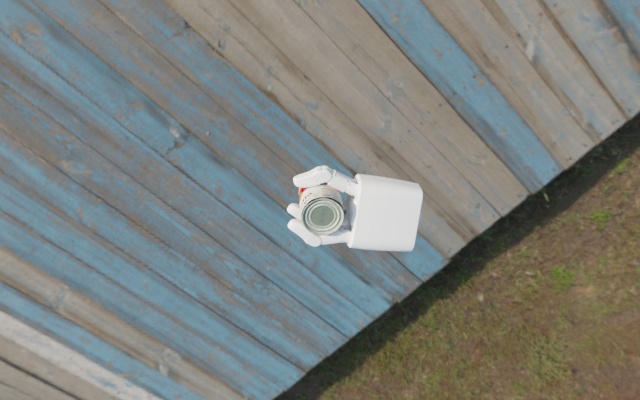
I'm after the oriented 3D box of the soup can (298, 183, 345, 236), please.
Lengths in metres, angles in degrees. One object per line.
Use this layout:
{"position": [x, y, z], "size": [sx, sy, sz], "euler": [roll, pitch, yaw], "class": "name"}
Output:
{"position": [0.000, 0.002, 0.761], "size": [0.068, 0.068, 0.102], "euler": [0, 27, -5], "class": "soup can"}
